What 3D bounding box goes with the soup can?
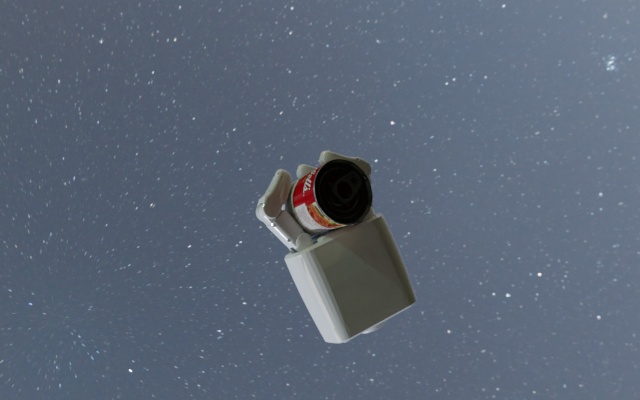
[{"bbox_3d":[0.000,0.001,0.517,0.068,0.068,0.102,0,-12,-29],"label":"soup can"}]
